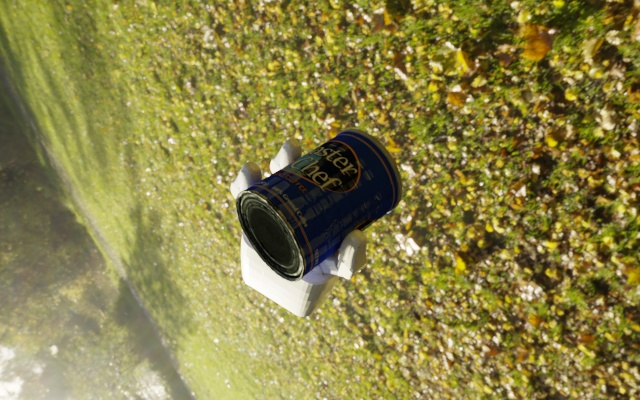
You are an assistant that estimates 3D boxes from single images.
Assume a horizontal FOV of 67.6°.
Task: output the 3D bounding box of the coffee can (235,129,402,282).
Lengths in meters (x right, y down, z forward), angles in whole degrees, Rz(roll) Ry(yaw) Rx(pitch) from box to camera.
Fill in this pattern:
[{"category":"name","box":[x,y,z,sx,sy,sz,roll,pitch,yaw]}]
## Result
[{"category":"coffee can","box":[0.000,0.001,0.489,0.140,0.103,0.103,-34,18,-30]}]
